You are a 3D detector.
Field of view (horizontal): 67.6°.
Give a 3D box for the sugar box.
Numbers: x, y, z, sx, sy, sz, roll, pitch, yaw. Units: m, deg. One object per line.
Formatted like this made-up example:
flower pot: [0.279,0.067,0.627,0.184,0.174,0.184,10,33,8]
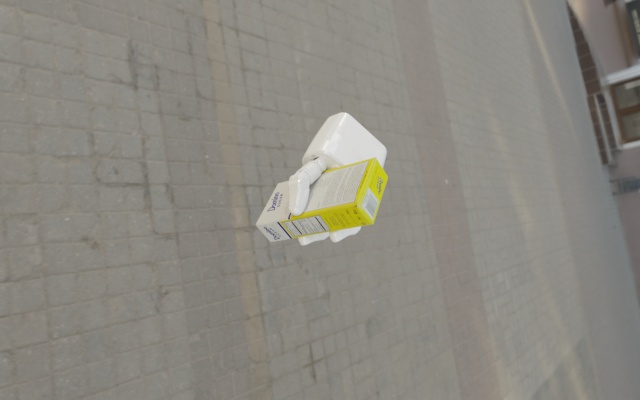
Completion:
sugar box: [0.001,0.002,0.668,0.176,0.093,0.048,-15,-53,37]
